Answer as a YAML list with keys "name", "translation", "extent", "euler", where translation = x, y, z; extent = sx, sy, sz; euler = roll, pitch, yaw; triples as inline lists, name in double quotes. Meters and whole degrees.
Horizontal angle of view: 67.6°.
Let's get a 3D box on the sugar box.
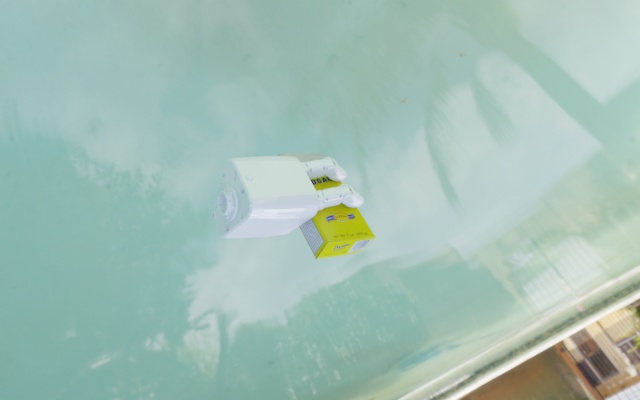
- name: "sugar box"
  translation: [0.000, 0.002, 0.720]
  extent: [0.093, 0.176, 0.048]
  euler: [-3, -38, -38]
